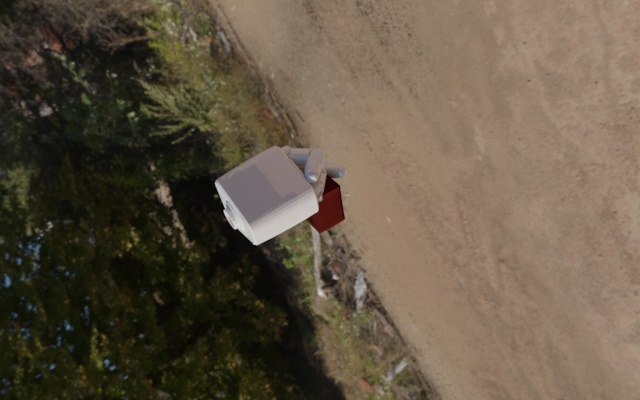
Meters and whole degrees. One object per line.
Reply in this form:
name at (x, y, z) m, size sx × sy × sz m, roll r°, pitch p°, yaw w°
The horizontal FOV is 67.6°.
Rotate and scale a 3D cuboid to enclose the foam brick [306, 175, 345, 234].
foam brick at (0.000, 0.003, 0.755) m, size 0.051 × 0.078 × 0.053 m, roll -31°, pitch 47°, yaw -19°
